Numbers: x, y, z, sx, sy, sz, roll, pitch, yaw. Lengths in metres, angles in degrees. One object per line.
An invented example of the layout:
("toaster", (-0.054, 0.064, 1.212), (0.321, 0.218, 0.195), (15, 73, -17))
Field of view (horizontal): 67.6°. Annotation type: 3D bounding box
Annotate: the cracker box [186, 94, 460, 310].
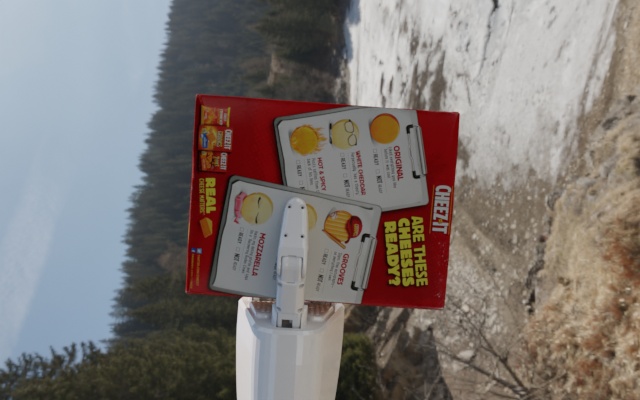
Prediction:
("cracker box", (0.000, 0.001, 0.414), (0.214, 0.164, 0.072), (4, 4, -2))
